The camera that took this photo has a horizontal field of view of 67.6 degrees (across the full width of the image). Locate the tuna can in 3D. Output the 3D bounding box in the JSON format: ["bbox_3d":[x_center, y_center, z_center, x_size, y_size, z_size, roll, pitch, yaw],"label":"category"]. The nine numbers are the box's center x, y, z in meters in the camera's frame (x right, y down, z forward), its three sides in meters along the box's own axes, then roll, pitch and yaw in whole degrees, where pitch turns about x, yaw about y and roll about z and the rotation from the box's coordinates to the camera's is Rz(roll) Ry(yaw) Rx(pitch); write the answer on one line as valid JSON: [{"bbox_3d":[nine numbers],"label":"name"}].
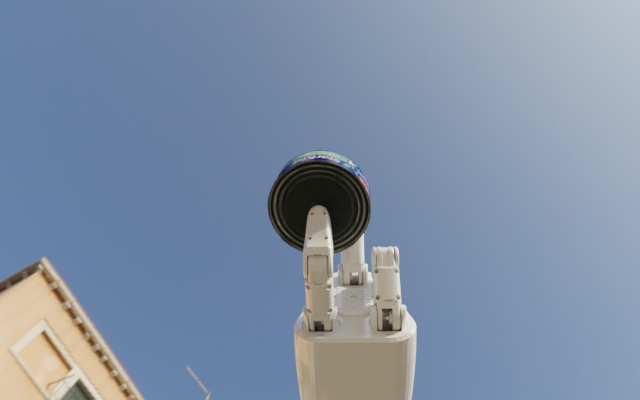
[{"bbox_3d":[0.000,0.001,0.408,0.086,0.086,0.033,0,24,6],"label":"tuna can"}]
